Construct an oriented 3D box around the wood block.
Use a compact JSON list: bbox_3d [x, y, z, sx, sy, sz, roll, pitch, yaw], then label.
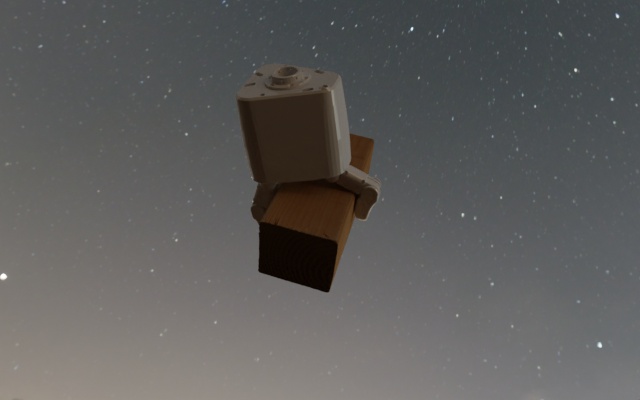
[{"bbox_3d":[0.000,0.002,0.608,0.091,0.090,0.206,15,42,8],"label":"wood block"}]
